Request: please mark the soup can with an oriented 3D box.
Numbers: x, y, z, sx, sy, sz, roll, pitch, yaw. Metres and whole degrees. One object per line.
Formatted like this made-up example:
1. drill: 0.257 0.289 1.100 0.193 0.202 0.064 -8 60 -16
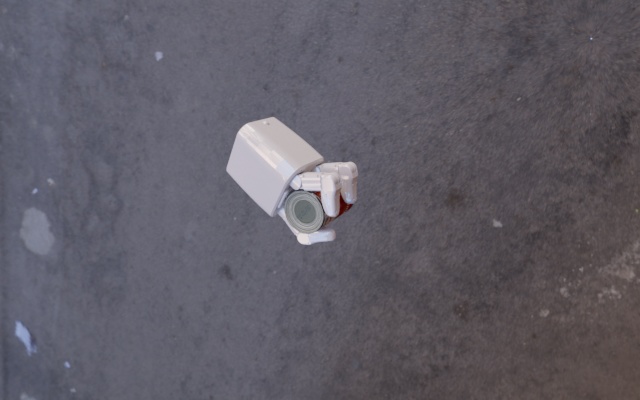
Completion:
1. soup can: 0.000 0.003 0.714 0.068 0.068 0.102 0 16 30
